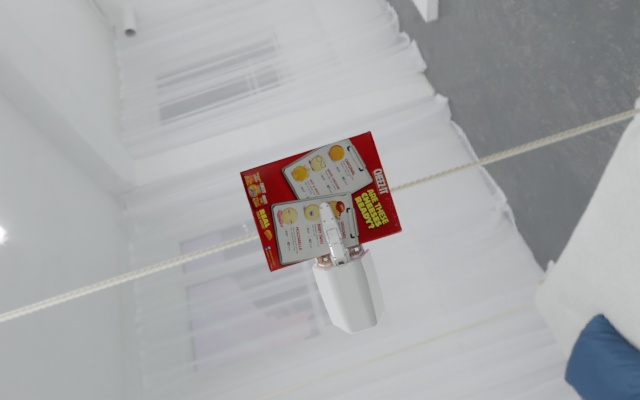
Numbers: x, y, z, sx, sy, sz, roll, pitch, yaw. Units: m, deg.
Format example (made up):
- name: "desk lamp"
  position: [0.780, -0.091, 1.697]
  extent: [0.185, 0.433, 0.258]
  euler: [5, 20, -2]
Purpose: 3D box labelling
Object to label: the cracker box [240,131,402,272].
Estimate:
- name: "cracker box"
  position: [0.000, 0.003, 0.758]
  extent: [0.214, 0.164, 0.072]
  euler: [-17, 0, 1]
